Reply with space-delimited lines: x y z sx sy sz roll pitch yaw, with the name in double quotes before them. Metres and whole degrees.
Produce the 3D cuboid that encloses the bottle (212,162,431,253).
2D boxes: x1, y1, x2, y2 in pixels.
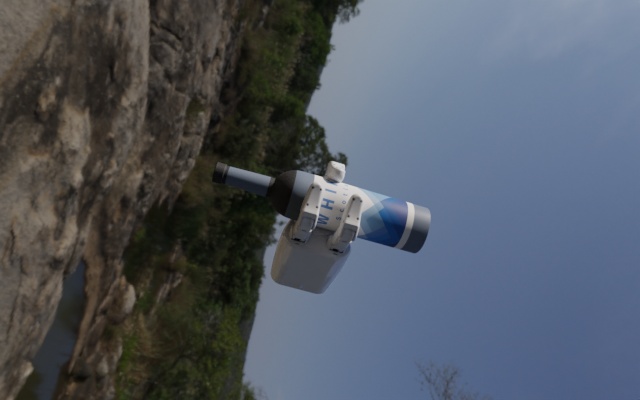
"bottle" 0.000 0.002 0.651 0.296 0.069 0.069 16 -2 -7
